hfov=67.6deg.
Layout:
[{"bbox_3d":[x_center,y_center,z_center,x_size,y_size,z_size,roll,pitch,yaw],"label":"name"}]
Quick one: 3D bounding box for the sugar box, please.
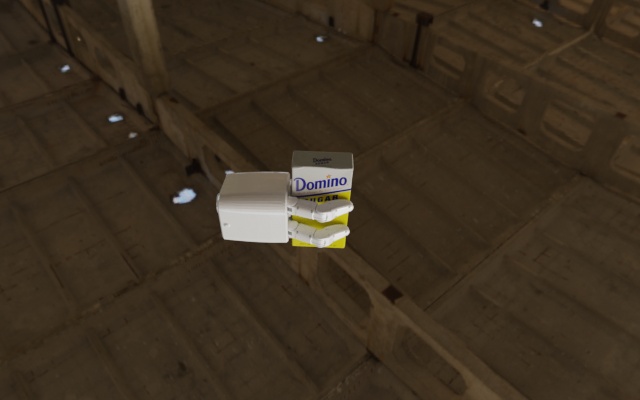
[{"bbox_3d":[0.000,0.003,0.769,0.093,0.048,0.176,2,-45,0],"label":"sugar box"}]
